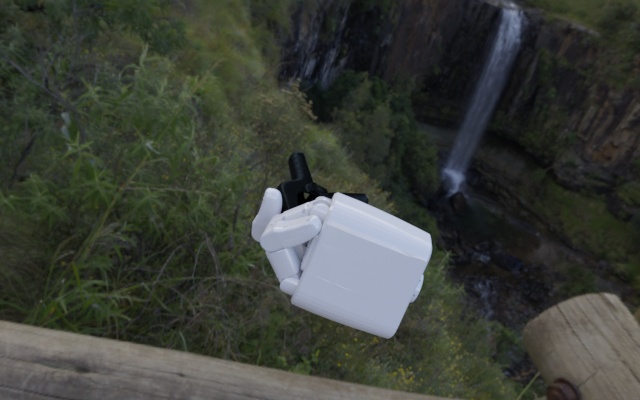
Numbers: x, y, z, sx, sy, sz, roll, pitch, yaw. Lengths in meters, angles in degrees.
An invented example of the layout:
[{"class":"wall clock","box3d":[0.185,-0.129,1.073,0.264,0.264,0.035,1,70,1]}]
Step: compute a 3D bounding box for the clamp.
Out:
[{"class":"clamp","box3d":[0.000,0.001,0.574,0.120,0.039,0.171,25,29,-2]}]
